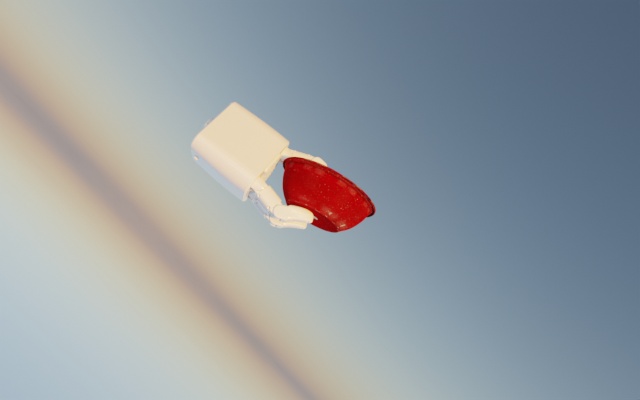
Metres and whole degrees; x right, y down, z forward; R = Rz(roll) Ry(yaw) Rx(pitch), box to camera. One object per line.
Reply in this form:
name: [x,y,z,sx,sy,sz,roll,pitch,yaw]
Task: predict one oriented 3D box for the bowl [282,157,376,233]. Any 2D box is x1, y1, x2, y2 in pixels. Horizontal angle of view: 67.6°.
bowl: [0.001,0.003,0.725,0.162,0.055,0.162,27,-17,9]
